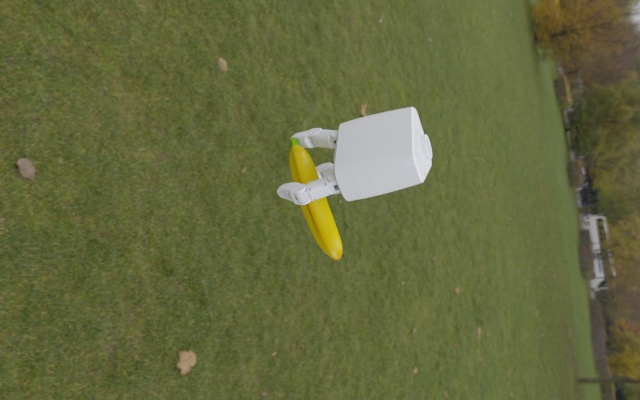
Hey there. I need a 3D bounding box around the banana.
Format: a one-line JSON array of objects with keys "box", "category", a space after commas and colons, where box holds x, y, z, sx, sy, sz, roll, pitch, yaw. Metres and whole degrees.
[{"box": [-0.005, 0.004, 0.695, 0.037, 0.198, 0.069, -15, 10, 17], "category": "banana"}]
